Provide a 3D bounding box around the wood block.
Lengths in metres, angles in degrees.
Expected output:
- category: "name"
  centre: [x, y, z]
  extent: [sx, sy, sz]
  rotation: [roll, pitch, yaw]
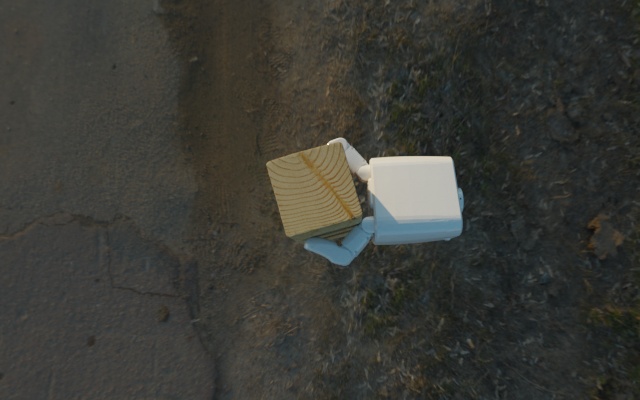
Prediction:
- category: "wood block"
  centre: [0.000, 0.002, 0.626]
  extent: [0.090, 0.091, 0.206]
  rotation: [-16, -9, 2]
